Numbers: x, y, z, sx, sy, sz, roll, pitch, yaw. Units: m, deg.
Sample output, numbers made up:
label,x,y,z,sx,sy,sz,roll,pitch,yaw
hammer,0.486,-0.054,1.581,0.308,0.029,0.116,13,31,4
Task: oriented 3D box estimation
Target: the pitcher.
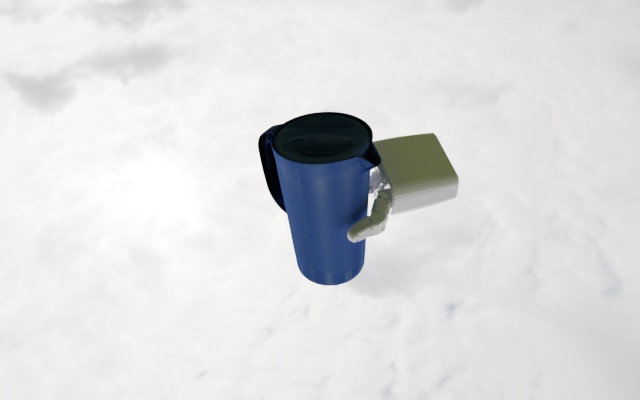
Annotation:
label,x,y,z,sx,sy,sz,roll,pitch,yaw
pitcher,0.000,0.002,0.693,0.145,0.243,0.149,-12,39,-9
